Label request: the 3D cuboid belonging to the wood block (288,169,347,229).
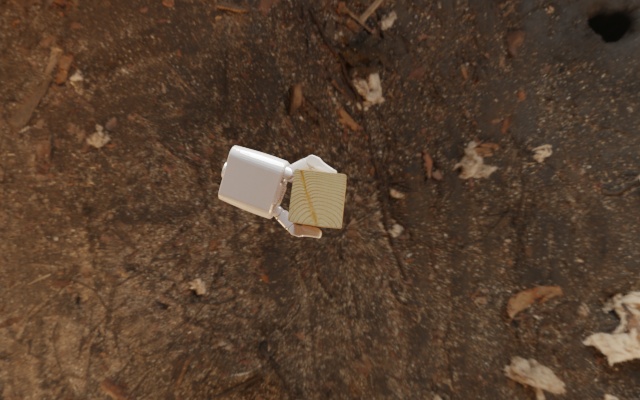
[{"bbox_3d":[0.000,0.003,0.883,0.090,0.091,0.206,7,-3,3],"label":"wood block"}]
